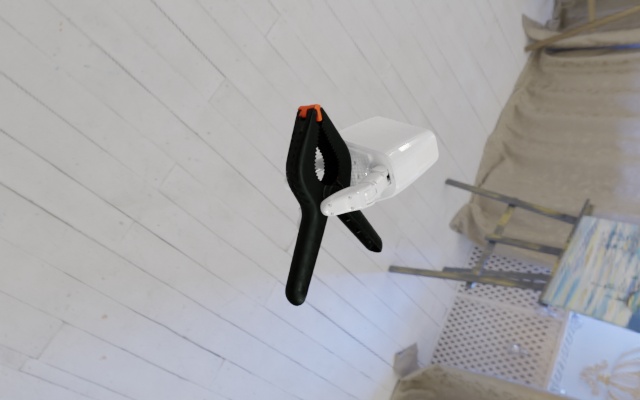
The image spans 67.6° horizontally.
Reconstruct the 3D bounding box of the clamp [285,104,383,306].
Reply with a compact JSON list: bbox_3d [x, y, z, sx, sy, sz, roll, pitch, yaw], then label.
[{"bbox_3d":[0.001,0.001,0.532,0.036,0.210,0.164,2,26,41],"label":"clamp"}]
